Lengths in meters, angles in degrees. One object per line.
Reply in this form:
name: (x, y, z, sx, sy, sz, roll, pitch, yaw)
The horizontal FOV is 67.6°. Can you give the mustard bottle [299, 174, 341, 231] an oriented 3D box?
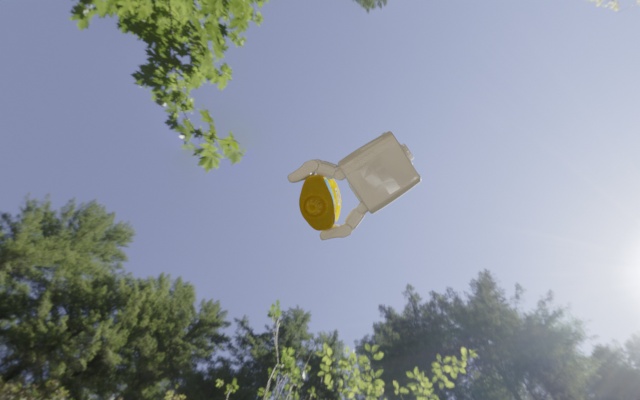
mustard bottle: (0.000, 0.003, 0.836, 0.058, 0.096, 0.191, -9, 4, 7)
